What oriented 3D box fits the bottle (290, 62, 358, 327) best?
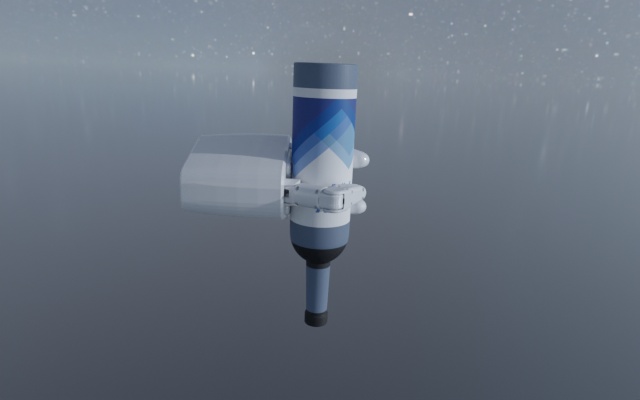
[{"bbox_3d":[0.000,0.001,0.528,0.069,0.296,0.069,2,15,-1],"label":"bottle"}]
